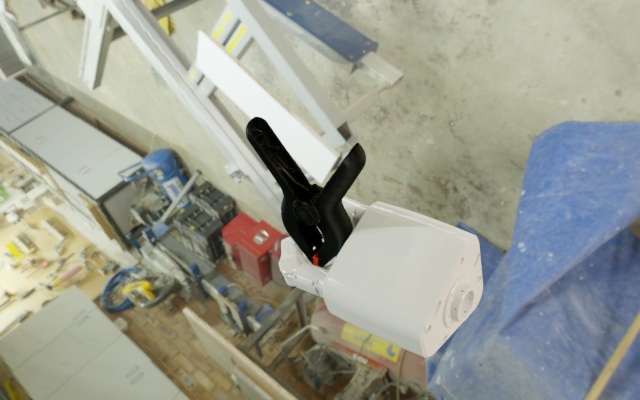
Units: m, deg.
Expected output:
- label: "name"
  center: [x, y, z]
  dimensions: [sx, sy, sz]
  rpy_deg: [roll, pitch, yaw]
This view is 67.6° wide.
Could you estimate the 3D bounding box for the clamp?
- label: "clamp"
  center: [0.000, 0.002, 0.451]
  dimensions: [0.120, 0.172, 0.039]
  rpy_deg: [18, 51, 39]
